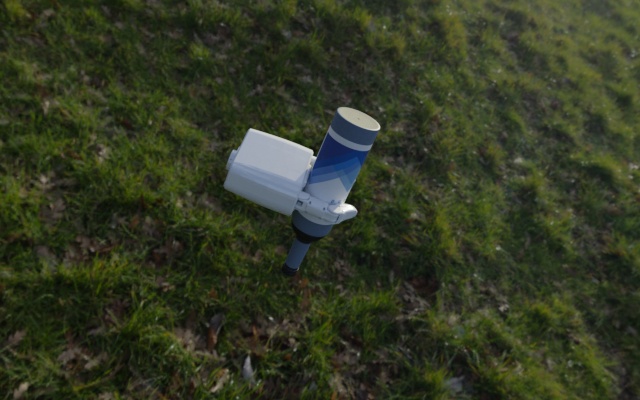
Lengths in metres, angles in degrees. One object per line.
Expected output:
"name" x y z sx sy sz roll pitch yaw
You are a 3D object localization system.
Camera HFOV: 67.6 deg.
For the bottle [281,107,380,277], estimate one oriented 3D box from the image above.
"bottle" 0.000 0.002 0.741 0.069 0.296 0.069 19 29 -11
